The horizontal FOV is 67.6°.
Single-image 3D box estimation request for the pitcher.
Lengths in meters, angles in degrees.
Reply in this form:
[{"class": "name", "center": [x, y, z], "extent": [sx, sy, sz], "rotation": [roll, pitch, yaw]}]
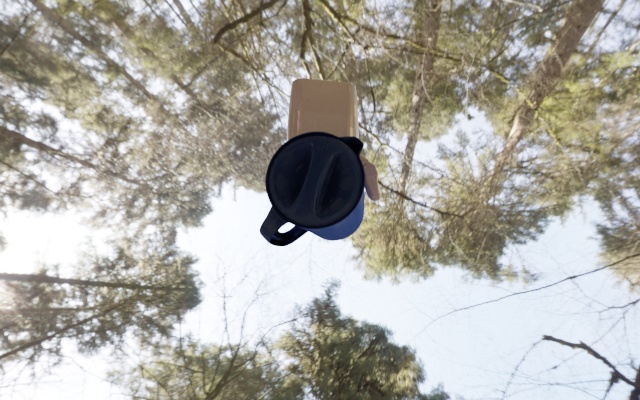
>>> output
[{"class": "pitcher", "center": [0.000, 0.002, 0.738], "extent": [0.149, 0.145, 0.243], "rotation": [-2, -12, 8]}]
